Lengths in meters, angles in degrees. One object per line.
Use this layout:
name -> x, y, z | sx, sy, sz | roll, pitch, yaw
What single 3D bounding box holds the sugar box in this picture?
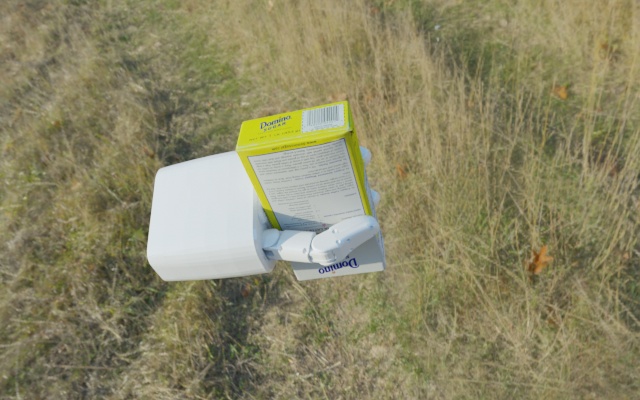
sugar box -> 0.000, 0.001, 0.432 | 0.093, 0.048, 0.176 | -8, -44, 11
